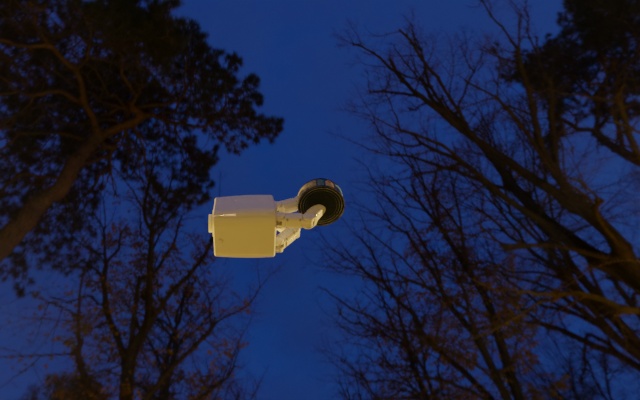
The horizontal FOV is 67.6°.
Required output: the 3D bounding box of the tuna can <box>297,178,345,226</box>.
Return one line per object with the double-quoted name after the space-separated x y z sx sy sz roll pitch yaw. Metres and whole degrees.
0.000 0.003 0.873 0.086 0.086 0.033 0 32 -7 "tuna can"
